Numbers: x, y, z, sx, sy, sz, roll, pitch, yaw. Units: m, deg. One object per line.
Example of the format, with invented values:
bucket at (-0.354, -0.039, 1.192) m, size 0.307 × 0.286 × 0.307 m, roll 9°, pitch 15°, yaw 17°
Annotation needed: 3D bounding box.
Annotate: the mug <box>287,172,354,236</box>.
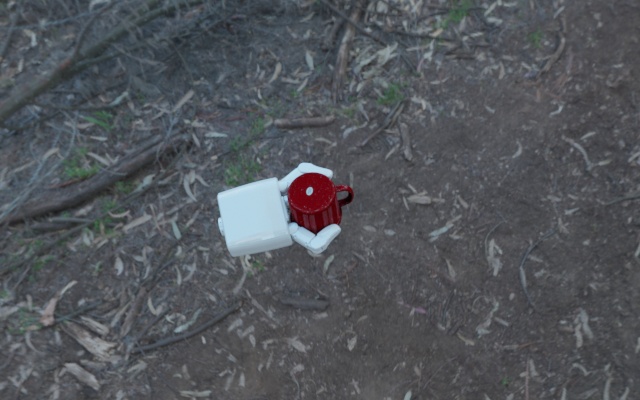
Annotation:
mug at (0.002, 0.002, 0.810) m, size 0.117 × 0.093 × 0.081 m, roll -14°, pitch -31°, yaw -2°
